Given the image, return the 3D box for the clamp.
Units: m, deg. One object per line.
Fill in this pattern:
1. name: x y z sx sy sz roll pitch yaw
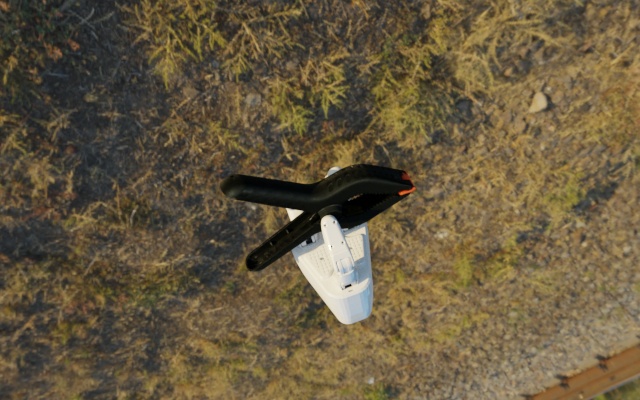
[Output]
1. clamp: 0.001 0.002 0.510 0.210 0.036 0.165 -20 -33 -4
